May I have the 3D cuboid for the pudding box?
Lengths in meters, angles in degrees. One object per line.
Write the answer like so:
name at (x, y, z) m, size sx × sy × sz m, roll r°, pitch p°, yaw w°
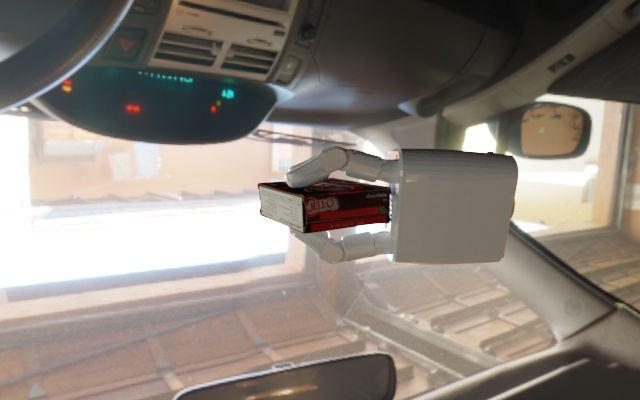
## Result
pudding box at (0.000, 0.002, 0.460) m, size 0.090 × 0.039 × 0.113 m, roll -4°, pitch 7°, yaw -27°
